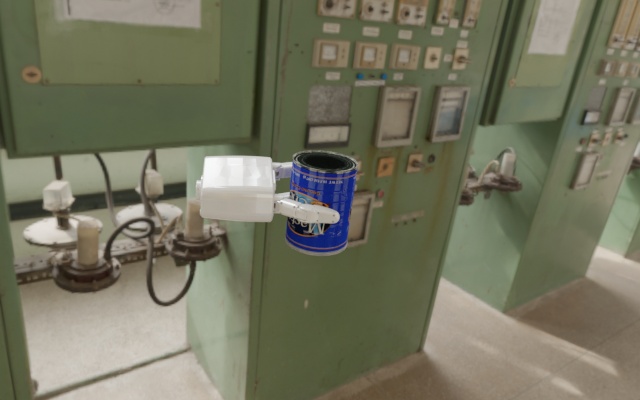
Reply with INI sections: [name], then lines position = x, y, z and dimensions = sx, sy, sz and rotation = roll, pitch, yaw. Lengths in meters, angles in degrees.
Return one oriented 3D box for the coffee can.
[coffee can]
position = 0.000, 0.003, 0.756
dimensions = 0.103, 0.140, 0.102
rotation = 6, 22, -2
